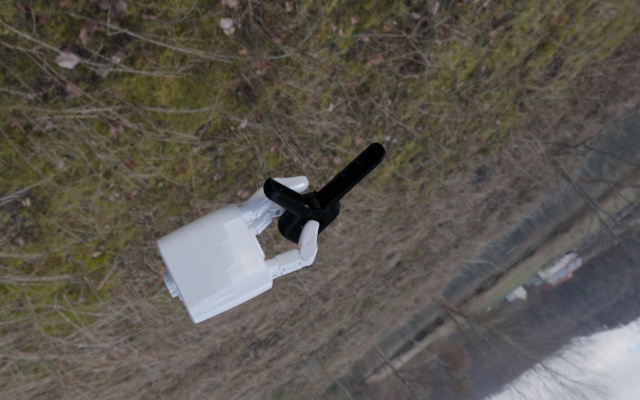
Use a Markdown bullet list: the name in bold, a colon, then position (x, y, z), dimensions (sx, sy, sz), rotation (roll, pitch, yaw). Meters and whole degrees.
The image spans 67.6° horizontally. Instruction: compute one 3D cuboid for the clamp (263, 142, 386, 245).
- **clamp**: position (0.000, 0.003, 0.644), dimensions (0.164, 0.036, 0.210), rotation (-22, -23, -17)
